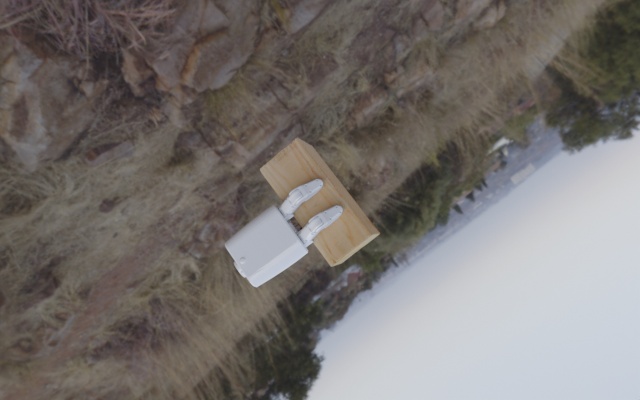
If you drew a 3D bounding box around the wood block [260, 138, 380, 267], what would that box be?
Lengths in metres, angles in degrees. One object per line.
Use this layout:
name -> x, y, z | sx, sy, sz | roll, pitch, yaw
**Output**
wood block -> 0.000, 0.003, 0.828 | 0.090, 0.206, 0.091 | -39, -12, 9
